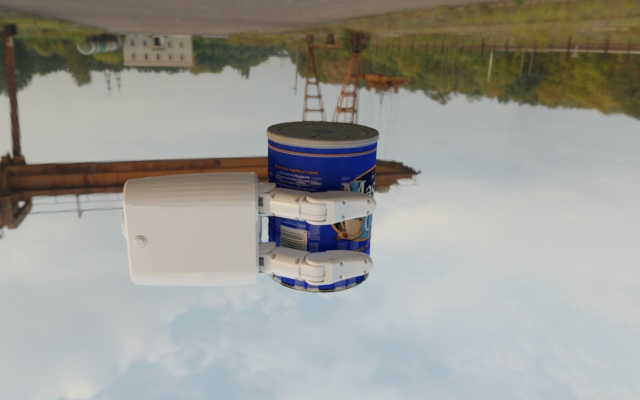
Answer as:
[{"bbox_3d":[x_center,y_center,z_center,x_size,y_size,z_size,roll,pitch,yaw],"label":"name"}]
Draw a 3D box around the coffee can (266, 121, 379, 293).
[{"bbox_3d":[0.000,0.001,0.456,0.103,0.140,0.102,2,18,-1],"label":"coffee can"}]
